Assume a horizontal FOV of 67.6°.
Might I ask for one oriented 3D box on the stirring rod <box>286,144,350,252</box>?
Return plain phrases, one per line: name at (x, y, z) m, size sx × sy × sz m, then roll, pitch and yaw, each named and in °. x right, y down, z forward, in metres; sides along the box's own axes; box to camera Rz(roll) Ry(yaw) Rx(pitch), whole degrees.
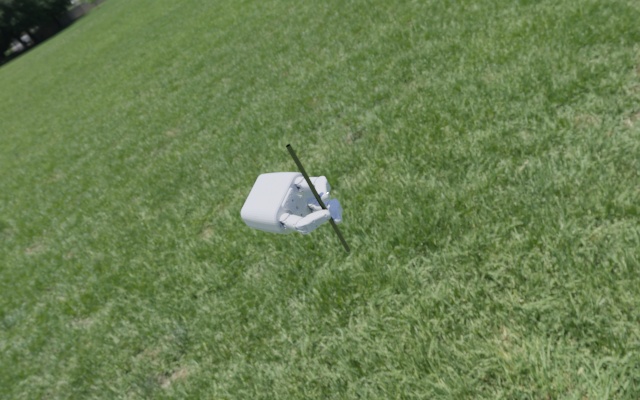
stirring rod at (0.000, 0.003, 0.815) m, size 0.011 × 0.240 × 0.011 m, roll -21°, pitch 32°, yaw 14°
